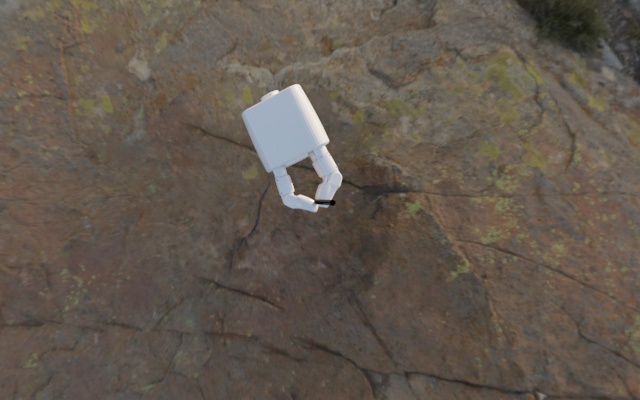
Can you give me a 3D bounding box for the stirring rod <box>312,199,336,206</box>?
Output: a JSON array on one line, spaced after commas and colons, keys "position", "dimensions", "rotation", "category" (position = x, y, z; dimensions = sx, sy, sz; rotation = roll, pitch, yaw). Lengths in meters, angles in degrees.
[{"position": [0.000, 0.002, 0.740], "dimensions": [0.011, 0.011, 0.239], "rotation": [0, 0, -7], "category": "stirring rod"}]
